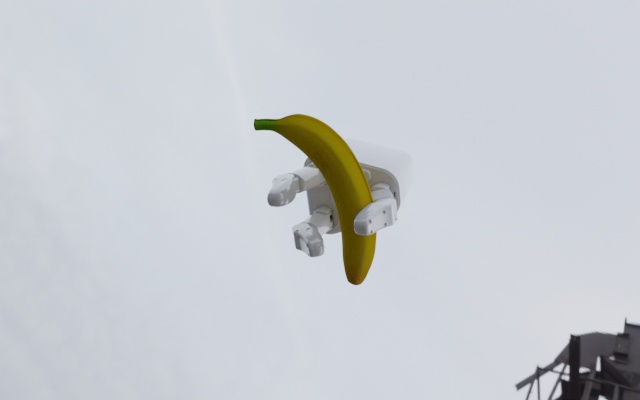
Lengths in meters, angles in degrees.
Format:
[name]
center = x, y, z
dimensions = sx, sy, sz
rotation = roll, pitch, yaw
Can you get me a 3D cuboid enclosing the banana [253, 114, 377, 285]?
[banana]
center = 0.014, -0.010, 0.473
dimensions = 0.069, 0.198, 0.037
rotation = -28, 12, 16
